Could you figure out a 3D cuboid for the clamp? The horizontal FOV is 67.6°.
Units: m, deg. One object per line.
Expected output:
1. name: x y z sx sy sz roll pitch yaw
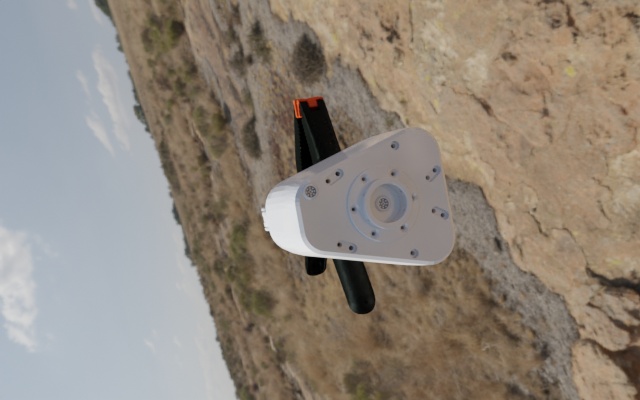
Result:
1. clamp: -0.001 0.001 0.497 0.036 0.210 0.164 -11 1 -18
